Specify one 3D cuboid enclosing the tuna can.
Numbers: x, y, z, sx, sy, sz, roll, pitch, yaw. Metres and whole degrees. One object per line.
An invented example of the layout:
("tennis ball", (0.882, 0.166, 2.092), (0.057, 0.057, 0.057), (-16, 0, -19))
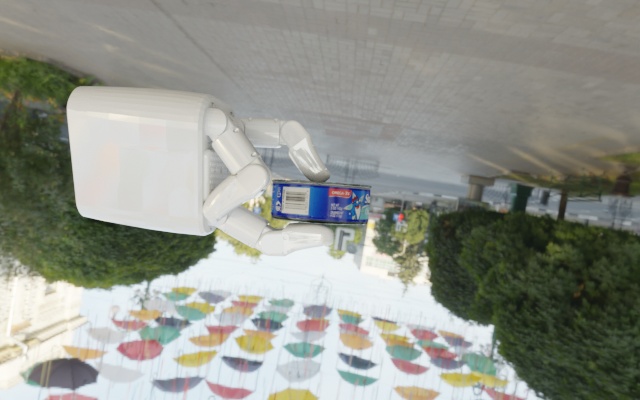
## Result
("tuna can", (0.000, 0.002, 0.412), (0.086, 0.034, 0.086), (4, 0, 0))
